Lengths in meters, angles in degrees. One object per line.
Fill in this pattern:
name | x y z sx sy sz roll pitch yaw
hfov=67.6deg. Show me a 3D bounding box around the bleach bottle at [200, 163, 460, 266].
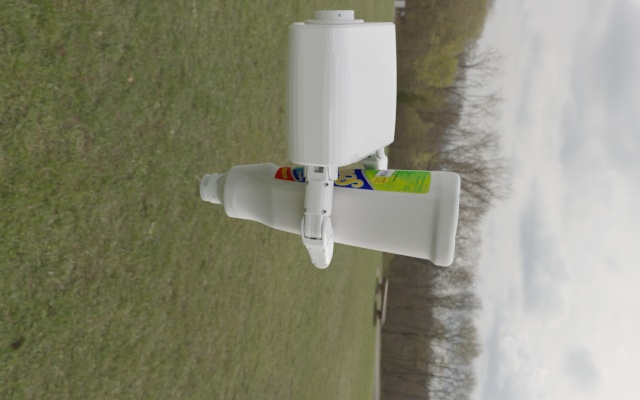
bleach bottle | 0.000 0.001 0.454 0.251 0.068 0.102 6 21 15
